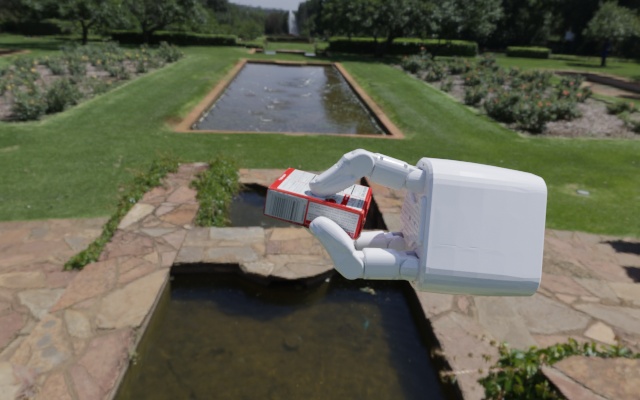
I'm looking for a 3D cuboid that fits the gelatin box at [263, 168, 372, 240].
[{"bbox_3d":[0.000,0.001,0.445,0.089,0.030,0.073,15,20,6],"label":"gelatin box"}]
